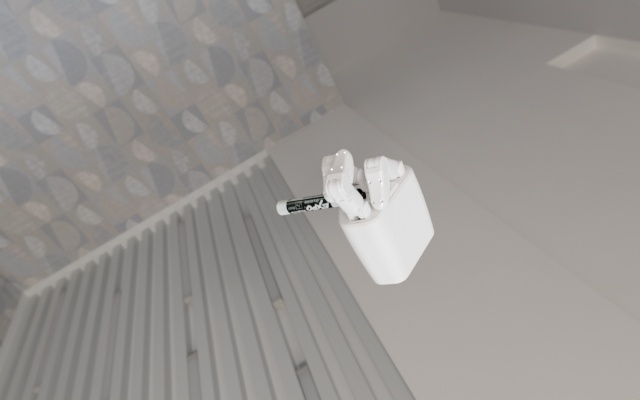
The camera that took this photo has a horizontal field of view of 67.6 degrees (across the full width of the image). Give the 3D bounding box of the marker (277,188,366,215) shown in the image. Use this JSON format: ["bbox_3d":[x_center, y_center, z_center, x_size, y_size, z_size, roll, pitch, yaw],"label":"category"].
[{"bbox_3d":[0.000,0.002,0.581,0.121,0.020,0.020,-9,-5,31],"label":"marker"}]
